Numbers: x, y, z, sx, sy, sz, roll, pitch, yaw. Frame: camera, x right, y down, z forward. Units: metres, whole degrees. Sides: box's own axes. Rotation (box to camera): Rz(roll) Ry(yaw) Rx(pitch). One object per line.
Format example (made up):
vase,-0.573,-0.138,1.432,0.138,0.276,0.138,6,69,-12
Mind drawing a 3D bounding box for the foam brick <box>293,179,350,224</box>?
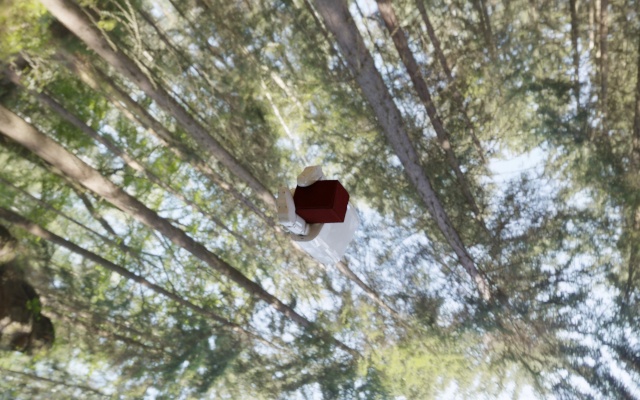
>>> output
foam brick,0.000,0.003,0.768,0.078,0.053,0.051,-2,-32,30
